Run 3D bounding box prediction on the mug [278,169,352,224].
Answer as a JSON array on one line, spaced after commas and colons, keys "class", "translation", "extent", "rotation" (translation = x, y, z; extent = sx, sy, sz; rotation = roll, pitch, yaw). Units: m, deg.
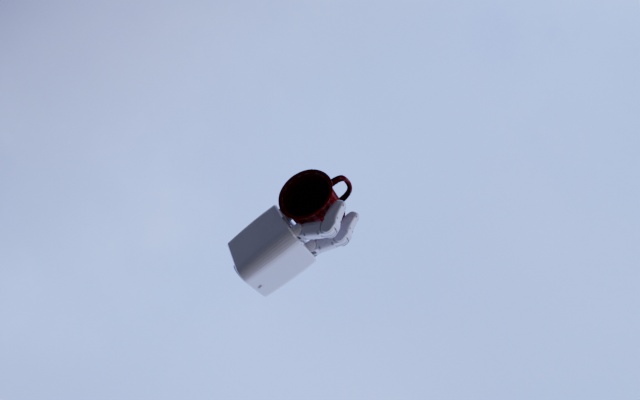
[{"class": "mug", "translation": [0.001, 0.002, 0.775], "extent": [0.117, 0.093, 0.081], "rotation": [-36, -40, 0]}]
